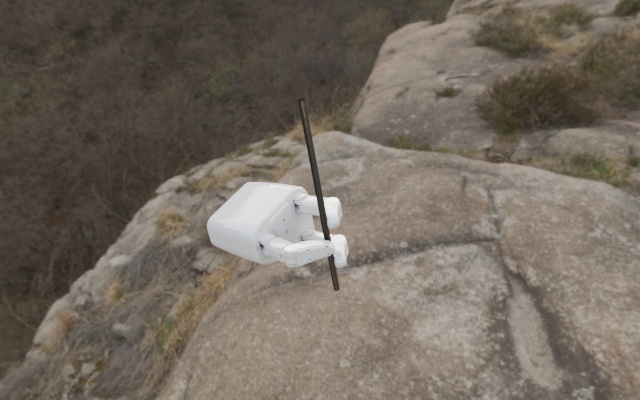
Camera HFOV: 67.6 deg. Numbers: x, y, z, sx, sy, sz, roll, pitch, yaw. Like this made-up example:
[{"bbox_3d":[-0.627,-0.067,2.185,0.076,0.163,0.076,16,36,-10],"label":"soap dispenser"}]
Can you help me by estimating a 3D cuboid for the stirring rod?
[{"bbox_3d":[0.000,0.002,0.555,0.011,0.240,0.011,-9,22,4],"label":"stirring rod"}]
